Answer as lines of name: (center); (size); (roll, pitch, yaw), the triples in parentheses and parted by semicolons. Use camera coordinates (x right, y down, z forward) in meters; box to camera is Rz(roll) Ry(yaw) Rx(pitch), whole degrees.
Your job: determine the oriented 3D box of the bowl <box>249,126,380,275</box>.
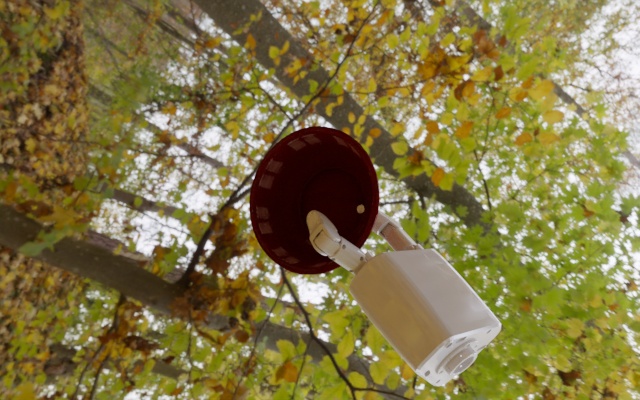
bowl: (0.000, 0.001, 0.538); (0.162, 0.162, 0.055); (0, -6, 29)
